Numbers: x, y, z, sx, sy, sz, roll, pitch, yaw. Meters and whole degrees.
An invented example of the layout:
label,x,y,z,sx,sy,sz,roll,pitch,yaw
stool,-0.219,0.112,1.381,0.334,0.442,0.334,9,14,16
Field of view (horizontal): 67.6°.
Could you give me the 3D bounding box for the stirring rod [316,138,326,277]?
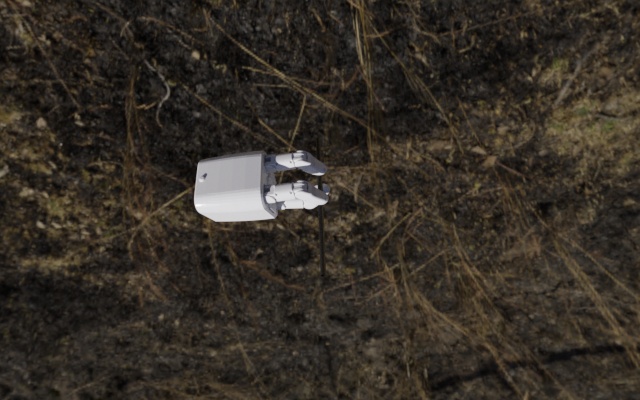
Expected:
label,x,y,z,sx,sy,sz,roll,pitch,yaw
stirring rod,0.000,0.002,0.737,0.011,0.239,0.011,-2,-30,-1
